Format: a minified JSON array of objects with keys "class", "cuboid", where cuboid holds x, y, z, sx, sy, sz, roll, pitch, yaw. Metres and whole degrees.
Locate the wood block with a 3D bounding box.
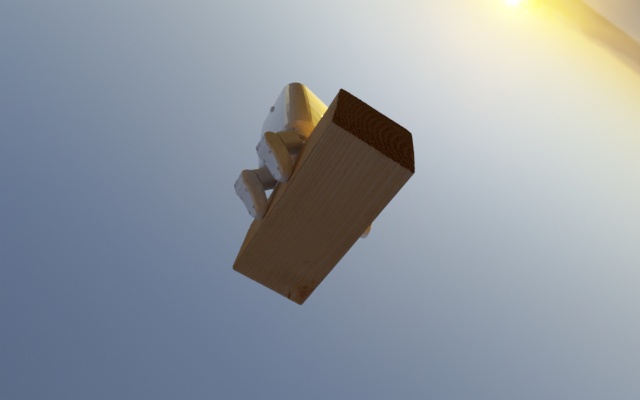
[{"class":"wood block","cuboid":[0.000,0.002,0.504,0.091,0.206,0.090,30,32,-11]}]
